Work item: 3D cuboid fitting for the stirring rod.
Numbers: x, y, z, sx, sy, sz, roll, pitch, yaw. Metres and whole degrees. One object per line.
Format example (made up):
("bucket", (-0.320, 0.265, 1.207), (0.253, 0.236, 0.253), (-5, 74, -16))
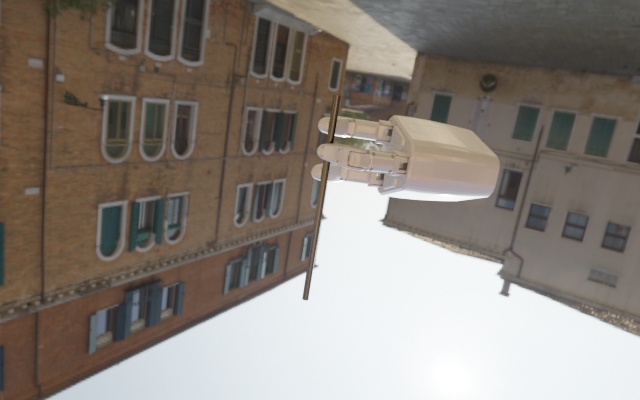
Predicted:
("stirring rod", (0.000, 0.002, 0.546), (0.011, 0.239, 0.011), (9, 12, -2))
